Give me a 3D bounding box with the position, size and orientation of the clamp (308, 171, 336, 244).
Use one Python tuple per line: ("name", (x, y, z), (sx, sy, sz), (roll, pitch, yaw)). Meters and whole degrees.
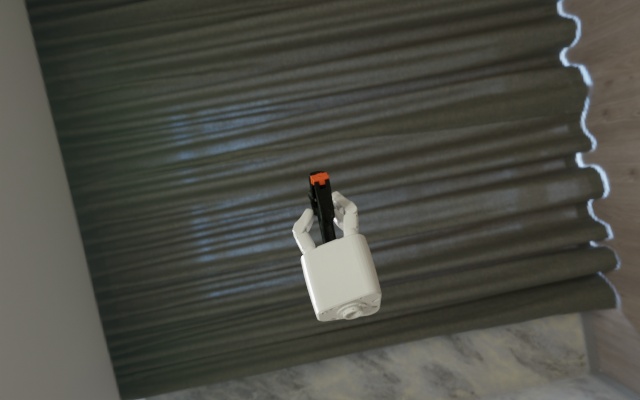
("clamp", (-0.001, 0.003, 0.857), (0.036, 0.164, 0.210), (-15, -34, -6))
